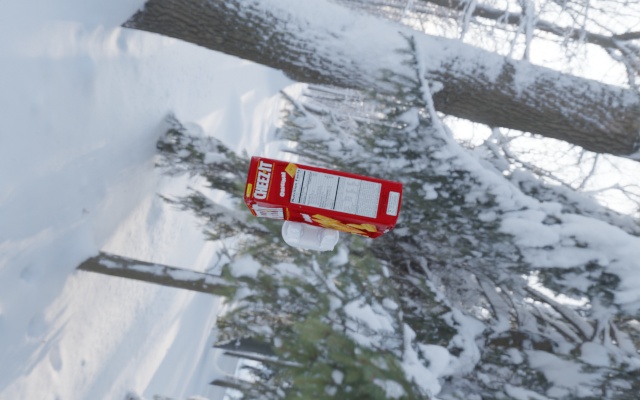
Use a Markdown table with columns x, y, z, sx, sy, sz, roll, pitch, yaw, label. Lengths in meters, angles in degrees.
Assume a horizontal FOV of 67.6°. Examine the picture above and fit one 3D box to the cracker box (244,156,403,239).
| x | y | z | sx | sy | sz | roll | pitch | yaw | label |
| --- | --- | --- | --- | --- | --- | --- | --- | --- | --- |
| 0.000 | 0.002 | 0.722 | 0.214 | 0.072 | 0.164 | 10 | -10 | -2 | cracker box |
